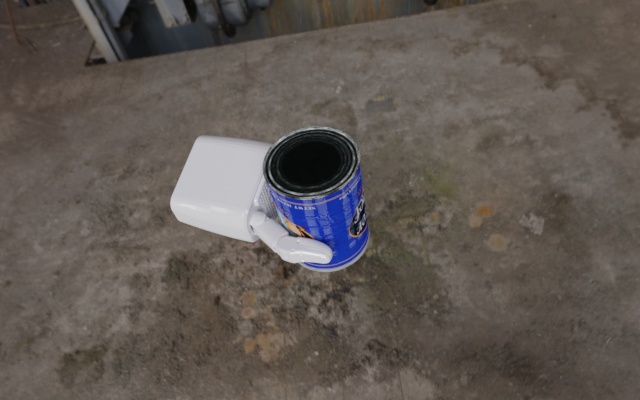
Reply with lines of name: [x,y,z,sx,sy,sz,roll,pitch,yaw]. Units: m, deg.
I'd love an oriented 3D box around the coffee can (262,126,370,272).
coffee can: [0.000,0.002,0.543,0.103,0.102,0.140,0,-39,11]
